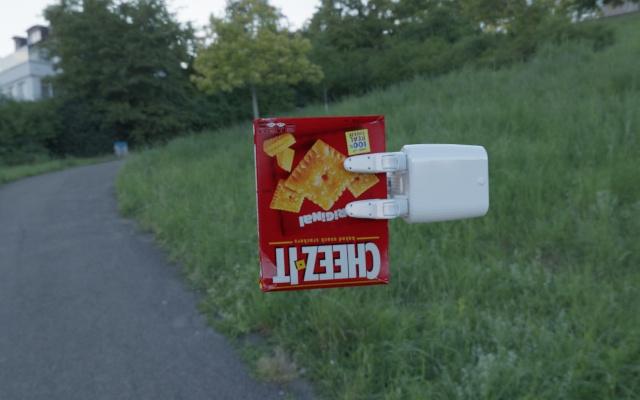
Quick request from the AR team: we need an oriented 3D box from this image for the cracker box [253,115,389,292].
[{"bbox_3d":[0.000,0.002,0.609,0.164,0.213,0.072,-2,3,-7],"label":"cracker box"}]
